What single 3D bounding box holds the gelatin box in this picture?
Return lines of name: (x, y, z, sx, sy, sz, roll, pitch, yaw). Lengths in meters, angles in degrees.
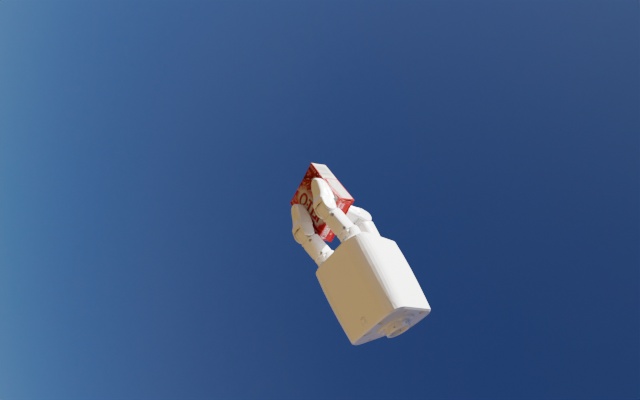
gelatin box: (0.000, 0.002, 0.666, 0.030, 0.073, 0.089, 7, 33, -38)
